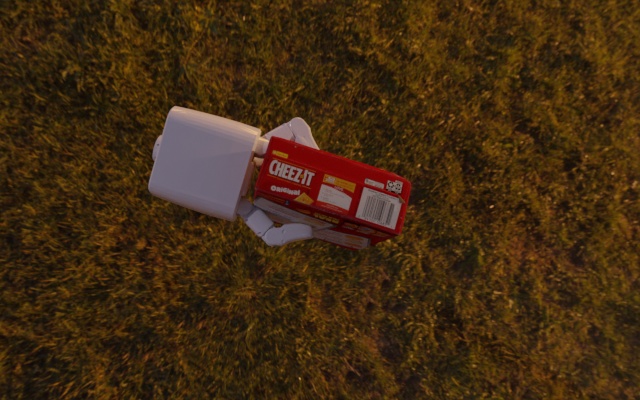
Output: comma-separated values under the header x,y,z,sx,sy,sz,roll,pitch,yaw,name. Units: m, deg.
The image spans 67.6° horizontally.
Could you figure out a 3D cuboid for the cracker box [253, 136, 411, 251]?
x,y,z,sx,sy,sz,roll,pitch,yaw,name
0.000,0.002,0.604,0.164,0.072,0.214,17,-12,-6,cracker box
